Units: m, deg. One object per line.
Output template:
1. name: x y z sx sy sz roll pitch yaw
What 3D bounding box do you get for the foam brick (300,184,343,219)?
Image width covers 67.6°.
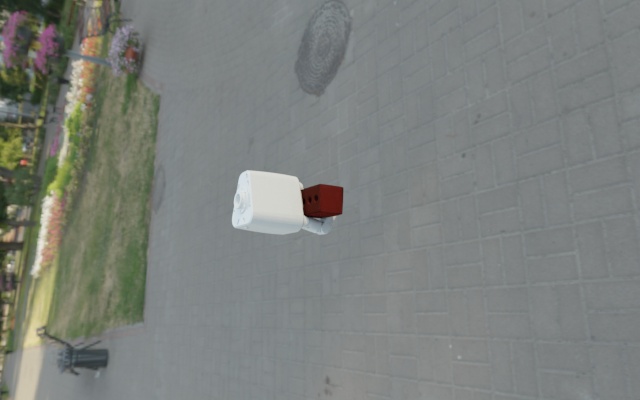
1. foam brick: 0.000 0.003 0.898 0.051 0.053 0.078 8 -13 -32
